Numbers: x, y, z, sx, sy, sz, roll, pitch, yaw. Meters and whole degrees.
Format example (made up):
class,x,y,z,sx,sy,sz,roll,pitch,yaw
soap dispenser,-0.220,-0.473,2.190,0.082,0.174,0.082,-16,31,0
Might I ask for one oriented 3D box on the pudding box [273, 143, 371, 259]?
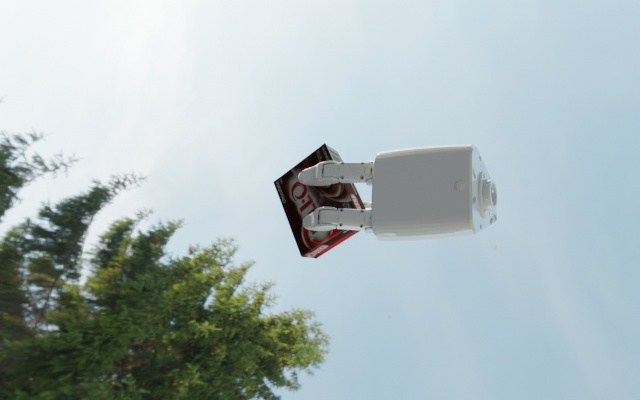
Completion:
class,x,y,z,sx,sy,sz,roll,pitch,yaw
pudding box,0.000,0.002,0.585,0.090,0.113,0.039,-34,-30,23
